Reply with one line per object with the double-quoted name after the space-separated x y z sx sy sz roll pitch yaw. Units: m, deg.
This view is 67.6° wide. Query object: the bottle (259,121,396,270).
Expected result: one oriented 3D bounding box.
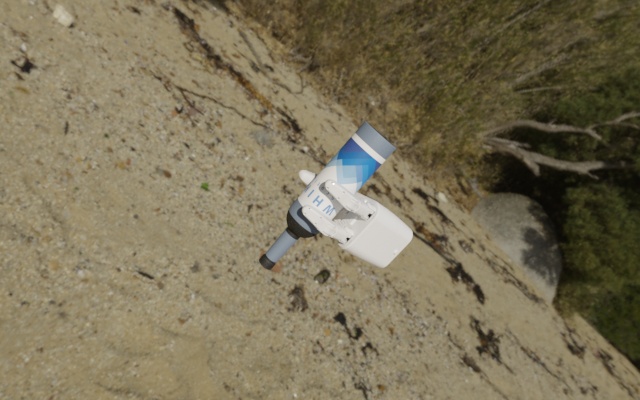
0.000 0.002 0.790 0.069 0.296 0.069 40 12 -10 "bottle"
